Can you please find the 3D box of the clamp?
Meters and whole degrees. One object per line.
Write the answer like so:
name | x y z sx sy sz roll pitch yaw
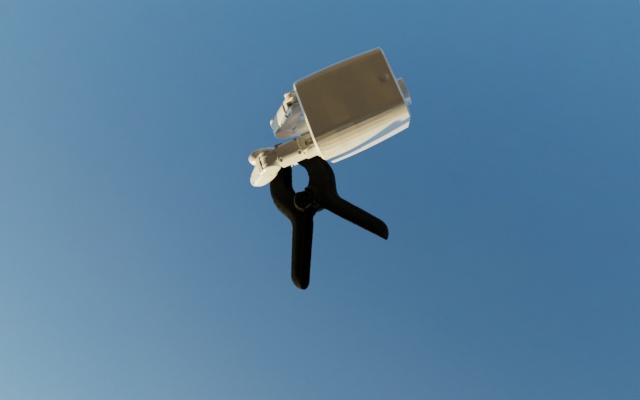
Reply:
clamp | 0.000 0.002 0.542 0.120 0.171 0.039 -23 -18 9
